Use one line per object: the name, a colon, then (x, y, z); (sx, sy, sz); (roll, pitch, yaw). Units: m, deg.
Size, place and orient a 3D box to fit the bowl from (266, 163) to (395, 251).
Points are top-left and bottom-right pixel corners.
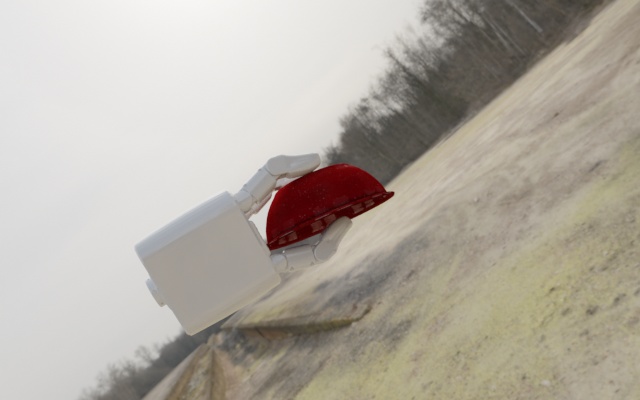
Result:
bowl: (0.001, 0.001, 0.544); (0.162, 0.055, 0.162); (-22, -8, -3)
